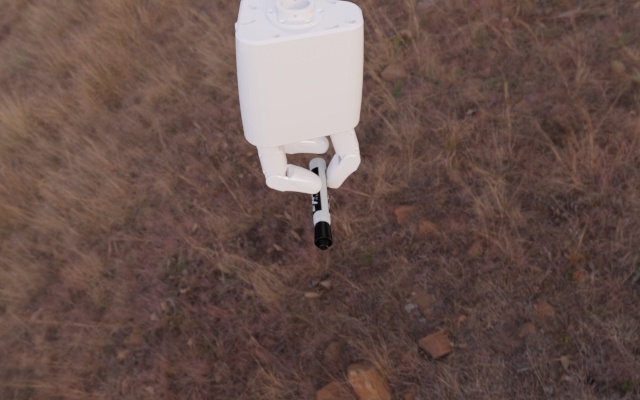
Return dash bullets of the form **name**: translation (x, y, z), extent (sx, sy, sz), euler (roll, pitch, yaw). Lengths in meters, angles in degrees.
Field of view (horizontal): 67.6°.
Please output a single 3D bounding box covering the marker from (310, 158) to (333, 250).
- **marker**: translation (0.000, 0.002, 0.510), extent (0.020, 0.121, 0.020), euler (-2, -42, -2)
